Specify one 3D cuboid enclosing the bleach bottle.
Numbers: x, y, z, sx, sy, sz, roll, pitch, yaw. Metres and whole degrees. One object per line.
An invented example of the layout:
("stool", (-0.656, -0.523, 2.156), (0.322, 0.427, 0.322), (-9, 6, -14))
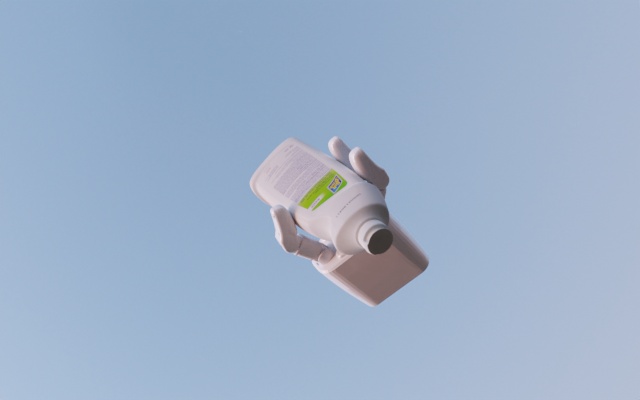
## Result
("bleach bottle", (0.000, 0.002, 0.561), (0.068, 0.102, 0.250), (40, 0, -33))
